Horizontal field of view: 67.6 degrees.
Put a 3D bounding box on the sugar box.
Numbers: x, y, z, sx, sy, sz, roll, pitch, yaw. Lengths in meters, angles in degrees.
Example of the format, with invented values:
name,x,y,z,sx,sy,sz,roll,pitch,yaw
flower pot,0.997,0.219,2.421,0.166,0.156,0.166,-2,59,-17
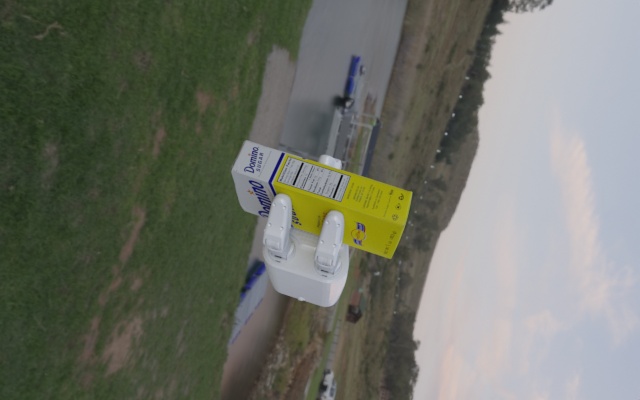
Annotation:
name,x,y,z,sx,sy,sz,roll,pitch,yaw
sugar box,0.000,0.002,0.495,0.176,0.048,0.093,15,-27,7
